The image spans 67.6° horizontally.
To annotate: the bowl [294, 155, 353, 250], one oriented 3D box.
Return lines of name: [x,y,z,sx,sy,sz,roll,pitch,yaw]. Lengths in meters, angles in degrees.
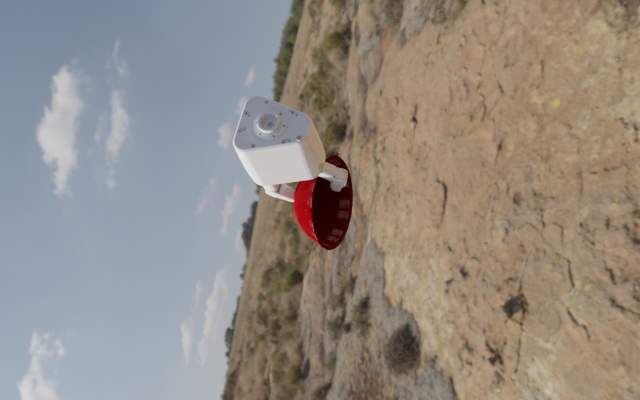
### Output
bowl: [0.000,0.004,0.823,0.055,0.162,0.162,3,1,27]
